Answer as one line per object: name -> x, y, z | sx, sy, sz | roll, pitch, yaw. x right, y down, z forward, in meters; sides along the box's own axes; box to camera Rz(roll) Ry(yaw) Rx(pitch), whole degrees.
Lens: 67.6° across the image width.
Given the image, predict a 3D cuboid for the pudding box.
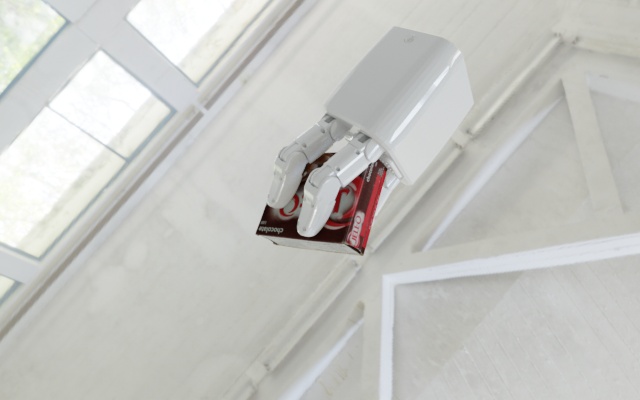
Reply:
pudding box -> 0.000, 0.002, 0.456 | 0.113, 0.090, 0.039 | 0, -26, 41
